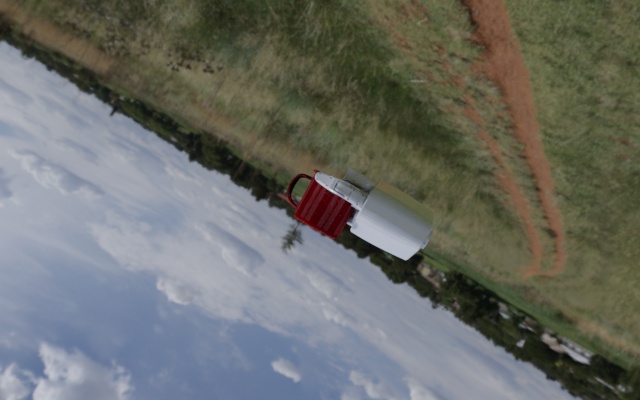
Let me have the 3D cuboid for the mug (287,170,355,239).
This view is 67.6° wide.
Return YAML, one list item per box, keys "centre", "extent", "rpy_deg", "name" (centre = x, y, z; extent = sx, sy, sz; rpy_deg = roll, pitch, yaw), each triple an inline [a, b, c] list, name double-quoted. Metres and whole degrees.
- centre: [-0.001, 0.002, 0.760]
  extent: [0.117, 0.081, 0.093]
  rpy_deg: [29, 0, 7]
  name: "mug"
